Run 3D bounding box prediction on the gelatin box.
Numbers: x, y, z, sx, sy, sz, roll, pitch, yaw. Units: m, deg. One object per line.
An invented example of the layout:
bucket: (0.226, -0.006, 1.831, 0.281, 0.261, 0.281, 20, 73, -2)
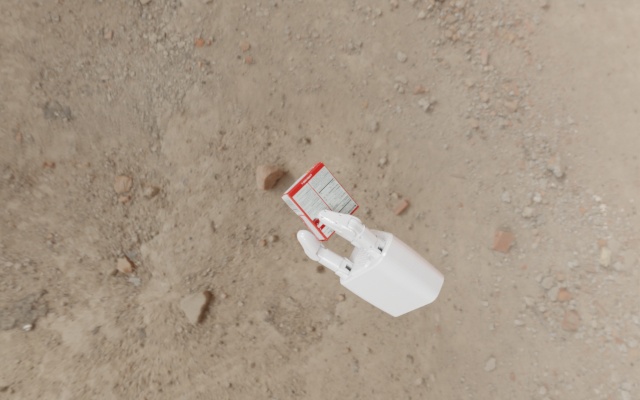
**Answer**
gelatin box: (0.000, 0.002, 0.678, 0.073, 0.089, 0.030, -45, 13, -22)
